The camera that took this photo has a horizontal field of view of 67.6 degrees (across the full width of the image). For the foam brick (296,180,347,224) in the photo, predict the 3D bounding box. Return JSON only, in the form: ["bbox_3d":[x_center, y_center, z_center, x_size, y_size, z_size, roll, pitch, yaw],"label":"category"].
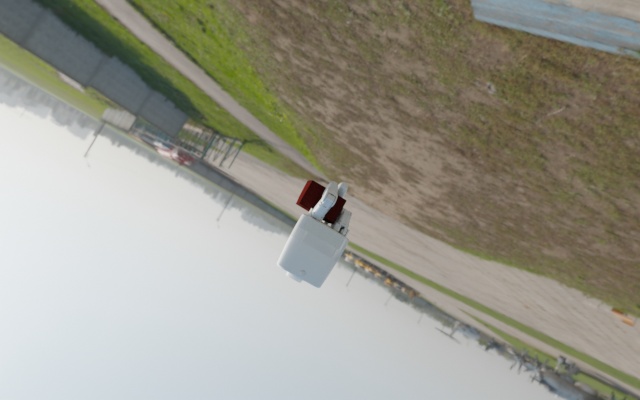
[{"bbox_3d":[0.000,0.003,0.899,0.078,0.051,0.053,31,-6,-9],"label":"foam brick"}]
